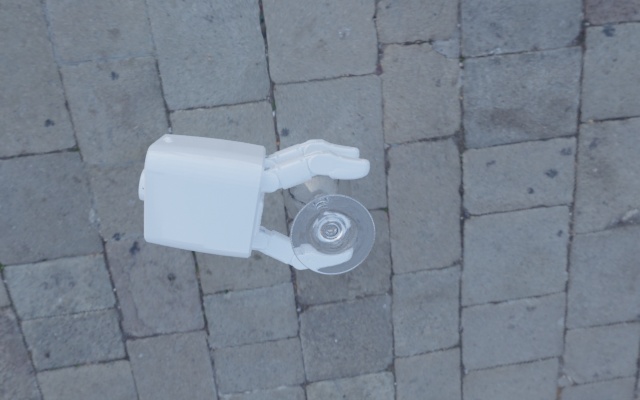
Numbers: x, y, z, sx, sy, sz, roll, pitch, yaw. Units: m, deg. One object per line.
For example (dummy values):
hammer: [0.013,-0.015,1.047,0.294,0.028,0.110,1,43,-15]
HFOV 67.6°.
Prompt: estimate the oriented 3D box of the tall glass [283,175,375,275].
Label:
tall glass: [0.000,0.002,0.506,0.079,0.079,0.201,0,17,-6]
